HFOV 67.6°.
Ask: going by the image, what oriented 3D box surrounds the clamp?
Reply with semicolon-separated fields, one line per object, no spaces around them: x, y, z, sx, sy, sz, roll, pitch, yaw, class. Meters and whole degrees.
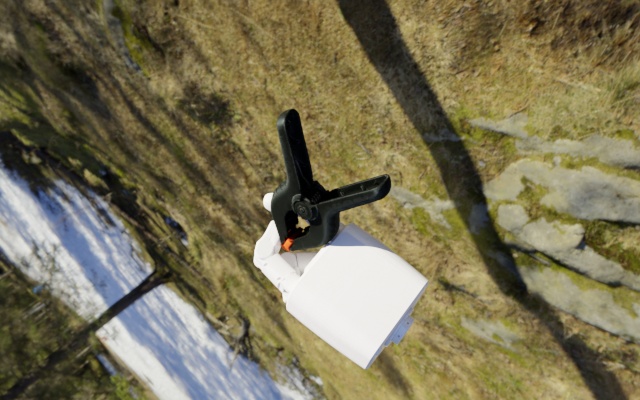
0.000;0.002;0.476;0.120;0.172;0.039;35;52;18;clamp
